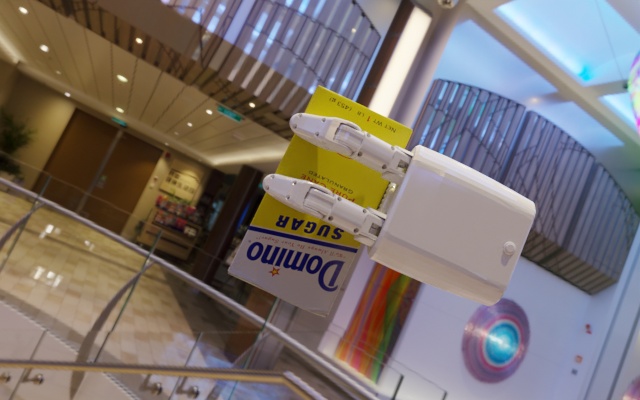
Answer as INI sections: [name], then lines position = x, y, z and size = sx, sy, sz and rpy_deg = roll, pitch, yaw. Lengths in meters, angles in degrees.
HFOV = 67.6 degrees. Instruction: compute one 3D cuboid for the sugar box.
[sugar box]
position = 0.000, 0.001, 0.414
size = 0.093, 0.176, 0.048
rpy_deg = 25, -7, 0
